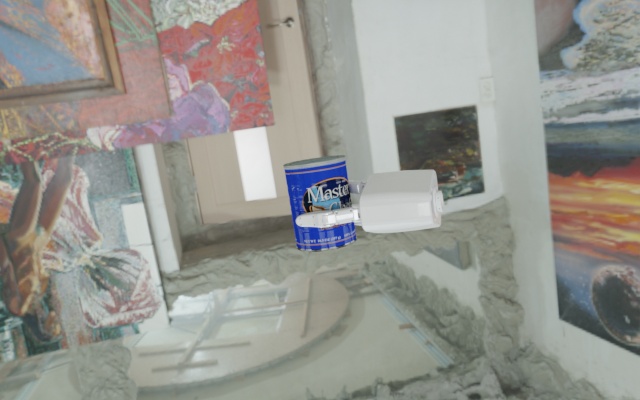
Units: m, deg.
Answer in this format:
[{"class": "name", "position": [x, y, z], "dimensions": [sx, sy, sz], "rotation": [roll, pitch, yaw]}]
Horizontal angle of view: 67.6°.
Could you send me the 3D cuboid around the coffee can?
[{"class": "coffee can", "position": [0.000, 0.002, 0.785], "dimensions": [0.103, 0.140, 0.103], "rotation": [-8, 9, 1]}]
